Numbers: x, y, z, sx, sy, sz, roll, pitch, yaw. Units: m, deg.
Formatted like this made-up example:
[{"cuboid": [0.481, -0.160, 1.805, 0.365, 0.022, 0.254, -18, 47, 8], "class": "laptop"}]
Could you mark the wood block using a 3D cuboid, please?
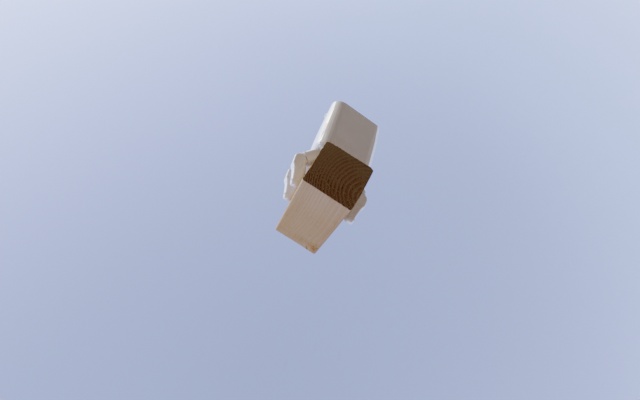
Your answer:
[{"cuboid": [0.001, 0.003, 0.825, 0.091, 0.090, 0.206, 32, -30, -1], "class": "wood block"}]
